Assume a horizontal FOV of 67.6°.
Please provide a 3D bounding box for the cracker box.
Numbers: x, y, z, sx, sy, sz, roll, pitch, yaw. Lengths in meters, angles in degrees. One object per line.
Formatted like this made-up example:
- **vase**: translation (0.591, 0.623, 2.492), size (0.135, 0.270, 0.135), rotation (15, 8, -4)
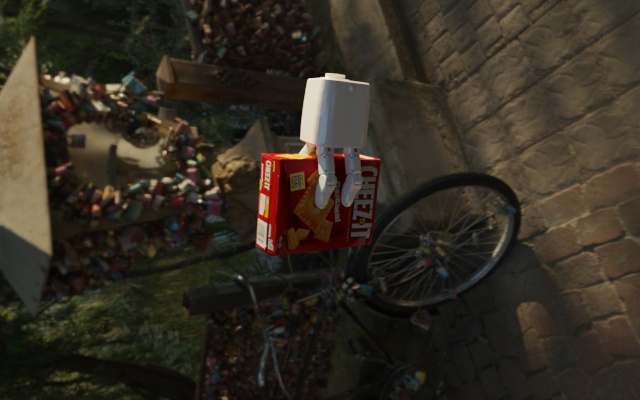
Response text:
- **cracker box**: translation (0.000, 0.003, 0.833), size (0.213, 0.164, 0.072), rotation (-3, 14, -35)
